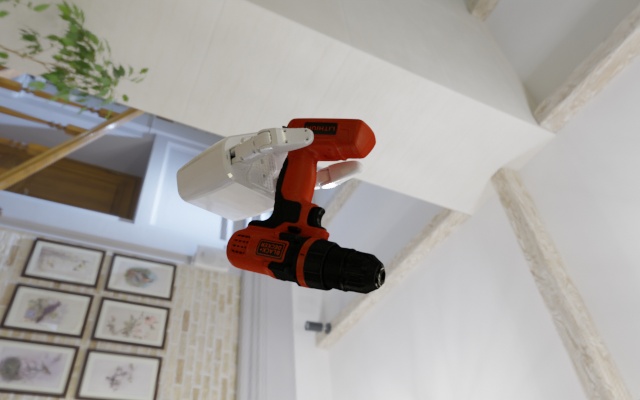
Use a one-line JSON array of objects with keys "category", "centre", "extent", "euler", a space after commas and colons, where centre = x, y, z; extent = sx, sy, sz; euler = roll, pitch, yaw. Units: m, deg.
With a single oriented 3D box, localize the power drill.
[{"category": "power drill", "centre": [0.000, 0.001, 0.517], "extent": [0.184, 0.187, 0.057], "euler": [7, -23, 28]}]
